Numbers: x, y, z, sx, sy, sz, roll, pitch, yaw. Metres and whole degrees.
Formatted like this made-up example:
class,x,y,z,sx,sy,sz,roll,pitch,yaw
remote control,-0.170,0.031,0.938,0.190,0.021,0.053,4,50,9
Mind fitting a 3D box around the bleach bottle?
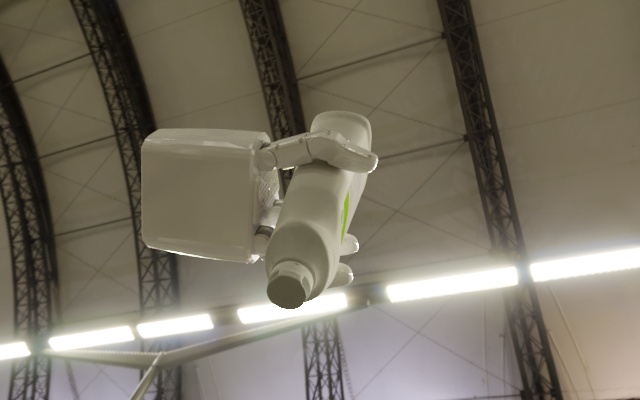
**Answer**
class,x,y,z,sx,sy,sz,roll,pitch,yaw
bleach bottle,0.000,0.001,0.430,0.068,0.103,0.250,6,27,9
